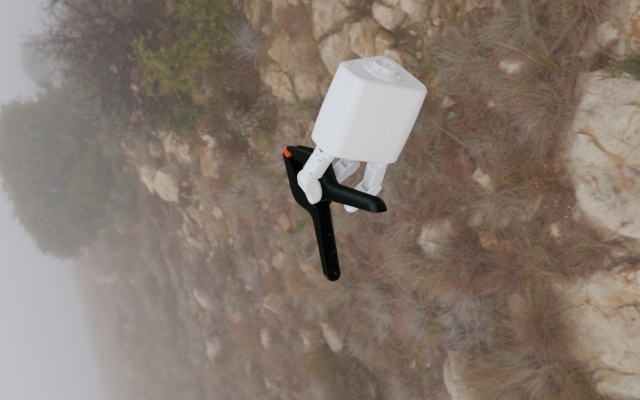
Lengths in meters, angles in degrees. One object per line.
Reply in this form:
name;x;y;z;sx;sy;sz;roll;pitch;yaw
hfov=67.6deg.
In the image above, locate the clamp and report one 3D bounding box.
clamp;-0.001;0.002;0.693;0.036;0.165;0.210;-8;45;-37
